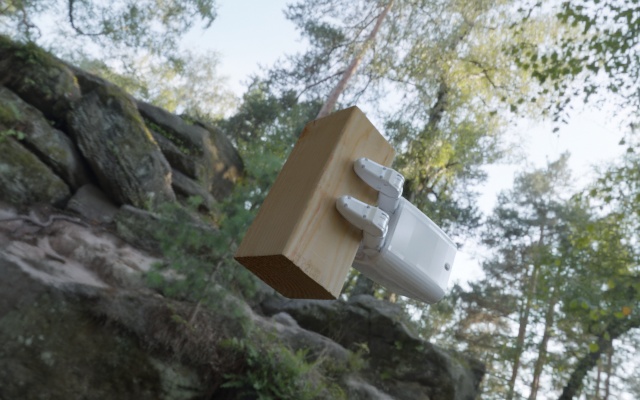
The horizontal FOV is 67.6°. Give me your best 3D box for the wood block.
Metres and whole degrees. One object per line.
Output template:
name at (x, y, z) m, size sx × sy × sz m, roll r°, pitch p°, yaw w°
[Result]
wood block at (0.000, 0.002, 0.554) m, size 0.091 × 0.206 × 0.090 m, roll -11°, pitch -46°, yaw 47°
